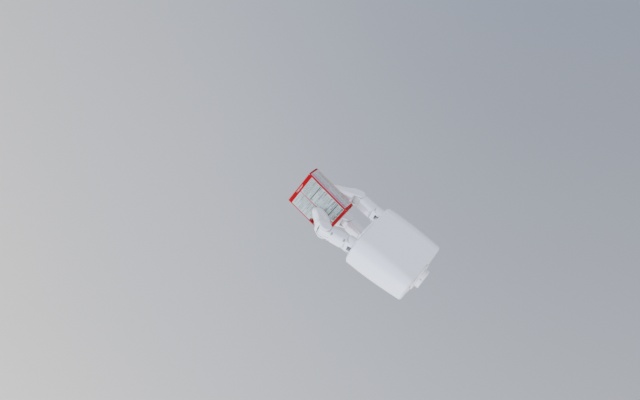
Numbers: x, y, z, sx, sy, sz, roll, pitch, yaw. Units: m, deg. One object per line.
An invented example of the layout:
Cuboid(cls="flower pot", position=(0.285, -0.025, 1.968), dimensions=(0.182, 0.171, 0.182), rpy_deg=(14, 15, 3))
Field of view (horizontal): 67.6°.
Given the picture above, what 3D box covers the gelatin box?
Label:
Cuboid(cls="gelatin box", position=(0.000, 0.003, 0.808), dimensions=(0.073, 0.089, 0.030), rpy_deg=(-50, -7, 38))
